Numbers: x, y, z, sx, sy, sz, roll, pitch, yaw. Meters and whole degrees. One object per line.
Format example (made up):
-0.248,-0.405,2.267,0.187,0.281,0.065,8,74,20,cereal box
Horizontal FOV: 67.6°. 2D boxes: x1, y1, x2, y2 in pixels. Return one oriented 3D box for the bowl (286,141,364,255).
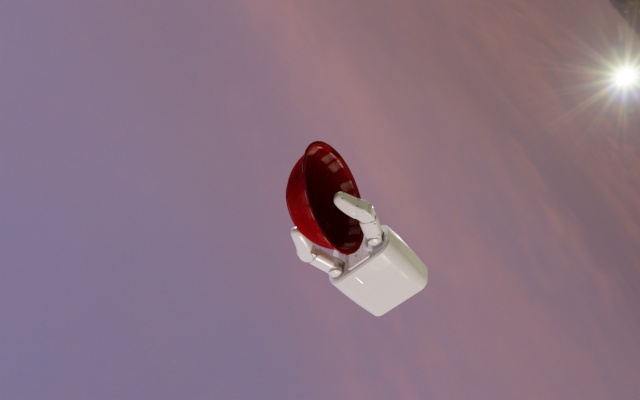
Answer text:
-0.001,0.001,0.663,0.055,0.162,0.162,-18,-9,27,bowl
